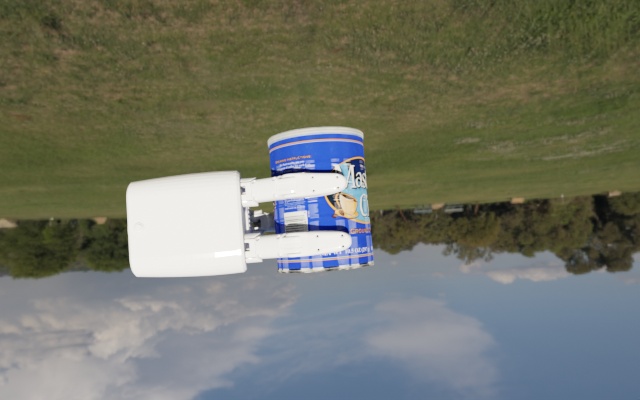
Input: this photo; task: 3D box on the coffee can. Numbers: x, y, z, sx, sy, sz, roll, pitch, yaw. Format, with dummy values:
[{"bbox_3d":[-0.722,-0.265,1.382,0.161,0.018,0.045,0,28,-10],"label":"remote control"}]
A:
[{"bbox_3d":[0.000,0.002,0.508,0.103,0.140,0.103,-5,-4,0],"label":"coffee can"}]
